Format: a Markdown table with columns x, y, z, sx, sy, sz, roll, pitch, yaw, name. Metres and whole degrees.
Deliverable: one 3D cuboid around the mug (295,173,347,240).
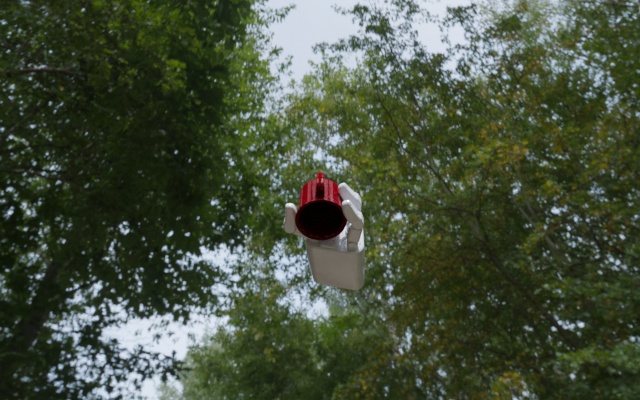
| x | y | z | sx | sy | sz | roll | pitch | yaw | name |
| --- | --- | --- | --- | --- | --- | --- | --- | --- | --- |
| 0.000 | 0.002 | 0.872 | 0.093 | 0.117 | 0.081 | -3 | 36 | 2 | mug |
